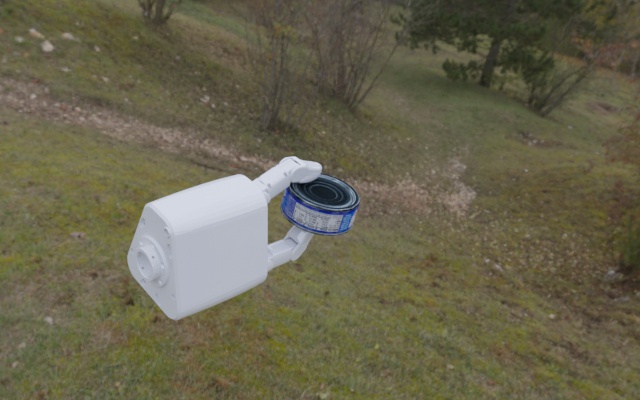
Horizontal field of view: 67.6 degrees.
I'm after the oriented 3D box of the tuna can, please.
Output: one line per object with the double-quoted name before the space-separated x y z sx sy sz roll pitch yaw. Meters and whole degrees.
"tuna can" 0.000 0.001 0.537 0.086 0.034 0.086 13 28 -7
